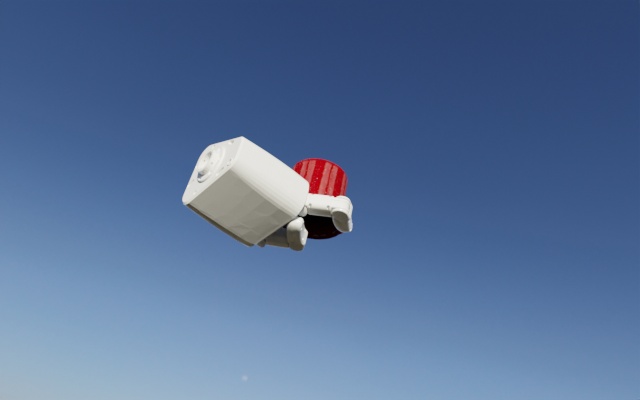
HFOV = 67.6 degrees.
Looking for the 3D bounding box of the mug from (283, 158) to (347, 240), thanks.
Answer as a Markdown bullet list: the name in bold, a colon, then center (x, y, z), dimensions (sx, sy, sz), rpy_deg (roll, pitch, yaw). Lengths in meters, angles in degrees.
- **mug**: center (0.001, 0.003, 0.668), dimensions (0.093, 0.081, 0.117), rpy_deg (-20, -45, 40)
